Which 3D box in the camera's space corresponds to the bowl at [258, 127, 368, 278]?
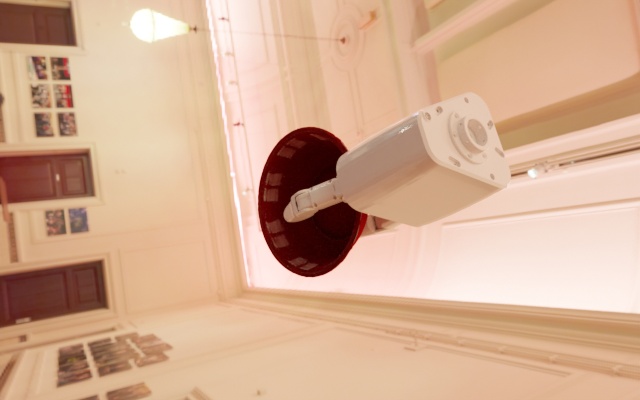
[{"bbox_3d":[-0.001,0.002,0.531,0.162,0.162,0.055,0,0,44],"label":"bowl"}]
